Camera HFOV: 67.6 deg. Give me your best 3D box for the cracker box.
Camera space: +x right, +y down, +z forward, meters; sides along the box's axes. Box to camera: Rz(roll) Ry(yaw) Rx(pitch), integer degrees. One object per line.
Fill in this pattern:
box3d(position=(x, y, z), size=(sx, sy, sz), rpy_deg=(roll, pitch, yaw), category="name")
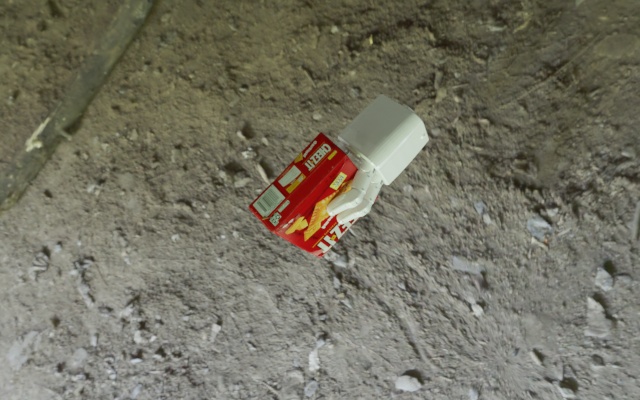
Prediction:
box3d(position=(0.000, 0.002, 0.808), size=(0.072, 0.164, 0.214), rpy_deg=(45, 2, 27), category="cracker box")
